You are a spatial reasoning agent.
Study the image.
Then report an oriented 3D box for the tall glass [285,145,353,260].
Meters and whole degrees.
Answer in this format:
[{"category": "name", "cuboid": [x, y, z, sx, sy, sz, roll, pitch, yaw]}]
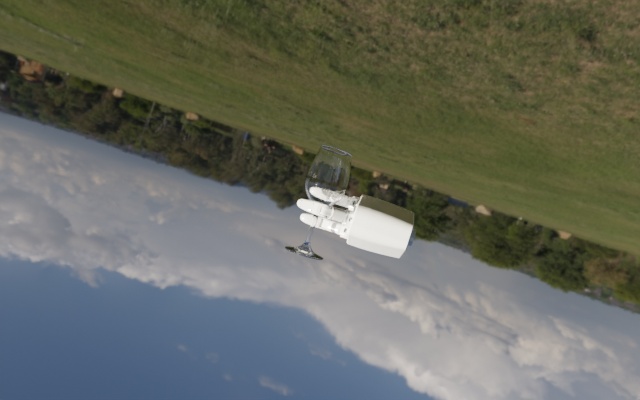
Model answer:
[{"category": "tall glass", "cuboid": [0.000, 0.003, 0.878, 0.079, 0.201, 0.079, 17, 1, 0]}]
